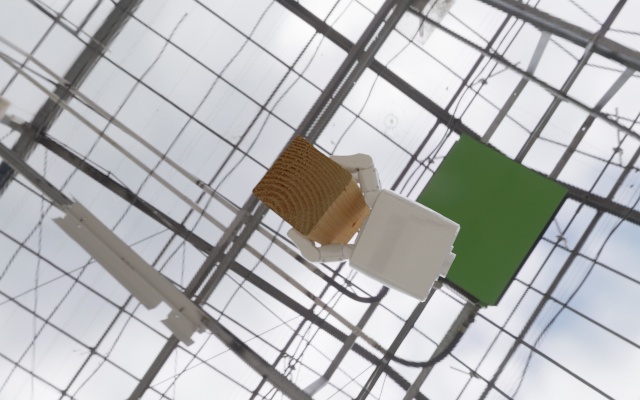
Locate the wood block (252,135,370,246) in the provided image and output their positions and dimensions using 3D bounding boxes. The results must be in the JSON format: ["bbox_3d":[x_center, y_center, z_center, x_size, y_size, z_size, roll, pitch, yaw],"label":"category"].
[{"bbox_3d":[0.000,0.003,0.647,0.090,0.091,0.206,38,-2,18],"label":"wood block"}]
